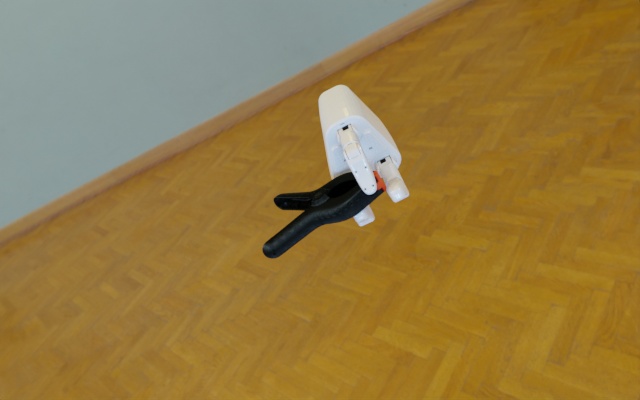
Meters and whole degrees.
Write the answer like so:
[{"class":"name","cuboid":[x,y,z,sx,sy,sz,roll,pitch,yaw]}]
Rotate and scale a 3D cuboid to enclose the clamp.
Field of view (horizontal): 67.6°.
[{"class":"clamp","cuboid":[0.000,0.002,0.621,0.171,0.039,0.120,-26,36,10]}]
